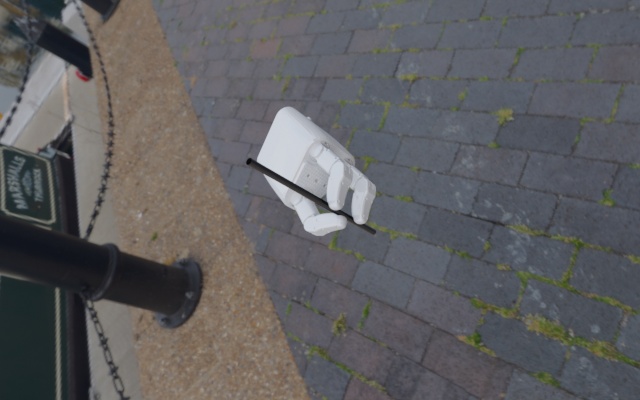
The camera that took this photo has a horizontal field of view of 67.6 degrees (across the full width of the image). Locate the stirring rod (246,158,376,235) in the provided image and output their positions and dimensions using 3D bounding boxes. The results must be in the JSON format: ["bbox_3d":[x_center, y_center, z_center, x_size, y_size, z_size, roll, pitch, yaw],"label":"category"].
[{"bbox_3d":[0.000,0.002,0.574,0.011,0.011,0.240,0,-20,41],"label":"stirring rod"}]
